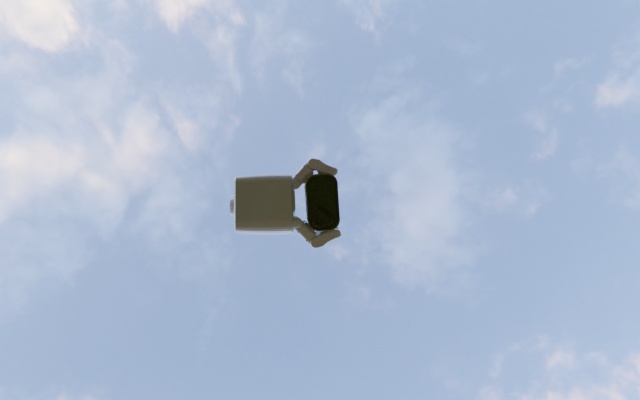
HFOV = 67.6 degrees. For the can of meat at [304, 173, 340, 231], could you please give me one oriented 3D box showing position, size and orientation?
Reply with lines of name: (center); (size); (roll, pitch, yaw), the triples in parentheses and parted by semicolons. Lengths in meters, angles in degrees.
can of meat: (0.000, 0.003, 0.886); (0.057, 0.102, 0.084); (-4, 1, -6)
